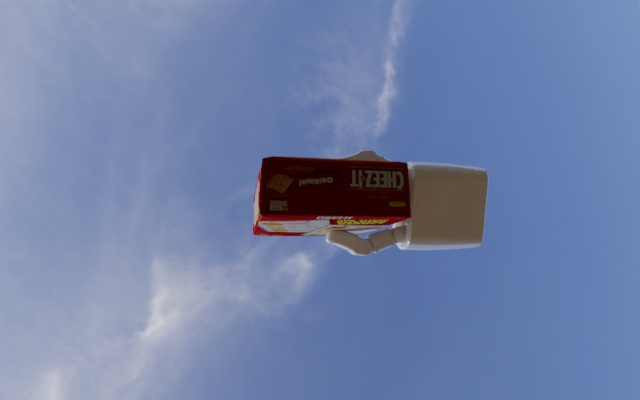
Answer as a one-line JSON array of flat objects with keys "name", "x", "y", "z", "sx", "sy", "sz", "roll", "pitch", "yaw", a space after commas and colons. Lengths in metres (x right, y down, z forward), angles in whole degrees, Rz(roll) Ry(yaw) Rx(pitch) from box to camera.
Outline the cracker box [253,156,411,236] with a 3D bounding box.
[{"name": "cracker box", "x": 0.000, "y": 0.002, "z": 0.605, "sx": 0.164, "sy": 0.072, "sz": 0.214, "roll": 1, "pitch": -10, "yaw": -10}]
